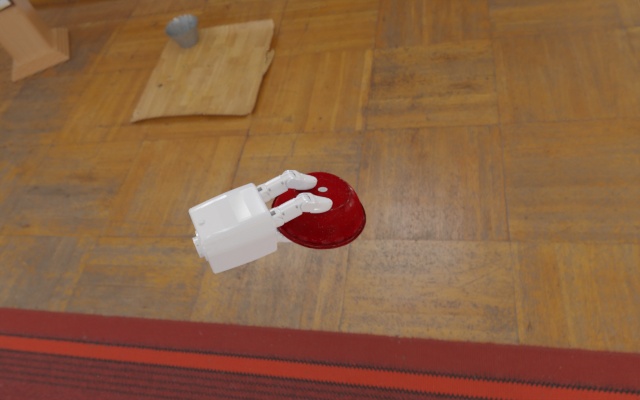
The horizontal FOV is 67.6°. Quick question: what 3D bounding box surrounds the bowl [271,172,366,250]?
[{"bbox_3d":[0.001,0.002,0.788,0.162,0.055,0.162,5,44,-4],"label":"bowl"}]
